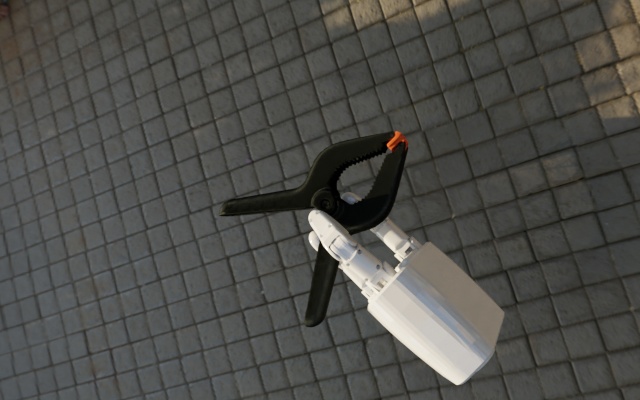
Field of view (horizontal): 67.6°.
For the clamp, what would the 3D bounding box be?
[{"bbox_3d":[0.000,0.001,0.490,0.164,0.210,0.036,42,10,14],"label":"clamp"}]
